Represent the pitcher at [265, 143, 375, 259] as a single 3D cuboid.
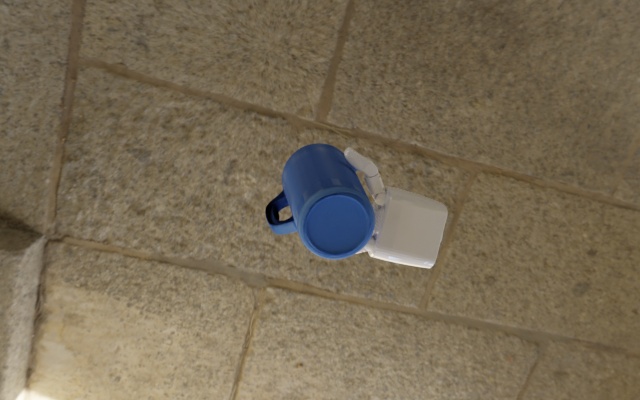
[{"bbox_3d":[0.000,0.002,0.755,0.145,0.149,0.242,17,15,-11],"label":"pitcher"}]
